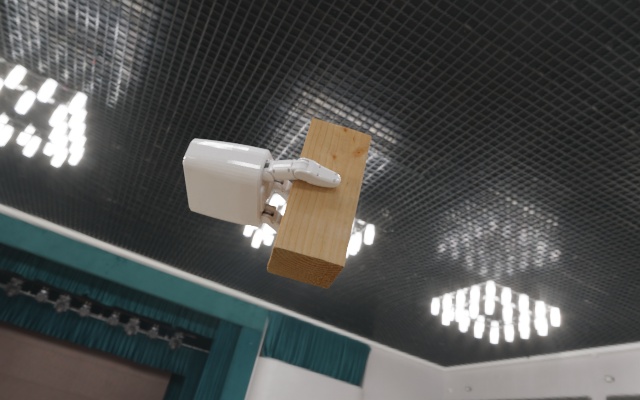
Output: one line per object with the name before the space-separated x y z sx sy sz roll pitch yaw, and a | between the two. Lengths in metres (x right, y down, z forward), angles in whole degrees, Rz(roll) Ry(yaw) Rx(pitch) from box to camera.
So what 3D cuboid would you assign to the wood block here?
wood block | 0.000 0.002 0.658 0.090 0.206 0.091 17 -30 -4
